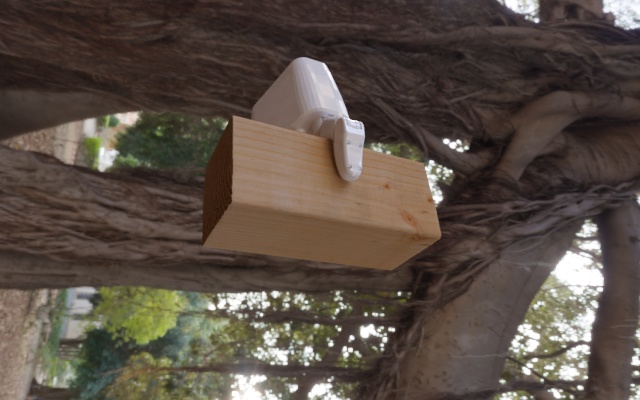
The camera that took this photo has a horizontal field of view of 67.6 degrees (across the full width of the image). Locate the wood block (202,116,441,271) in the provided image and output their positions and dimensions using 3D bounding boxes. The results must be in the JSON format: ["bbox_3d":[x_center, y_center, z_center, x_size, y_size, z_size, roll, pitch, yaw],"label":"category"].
[{"bbox_3d":[0.000,0.001,0.461,0.206,0.090,0.091,10,-34,-25],"label":"wood block"}]
